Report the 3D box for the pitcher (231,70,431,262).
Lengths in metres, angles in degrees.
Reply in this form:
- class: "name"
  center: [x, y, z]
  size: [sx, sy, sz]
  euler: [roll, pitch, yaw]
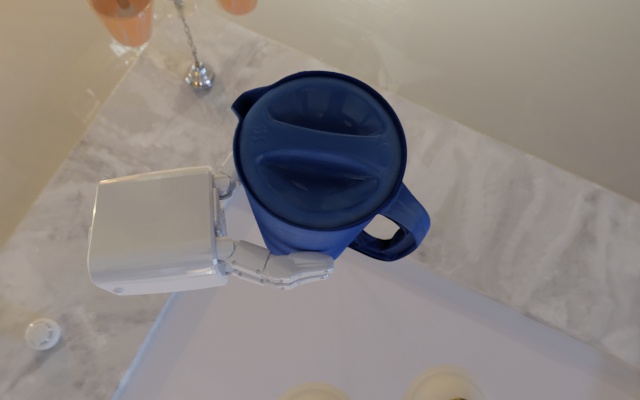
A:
- class: "pitcher"
  center: [0.000, 0.001, 0.466]
  size: [0.145, 0.149, 0.243]
  euler: [-10, -17, -8]
